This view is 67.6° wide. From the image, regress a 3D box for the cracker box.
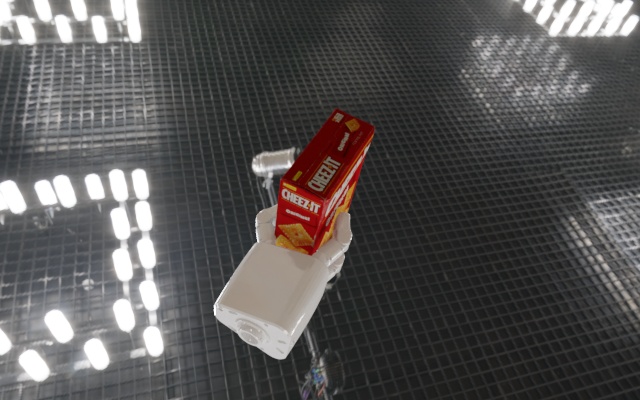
[{"bbox_3d":[0.000,0.002,0.695,0.072,0.164,0.214,26,-39,10],"label":"cracker box"}]
